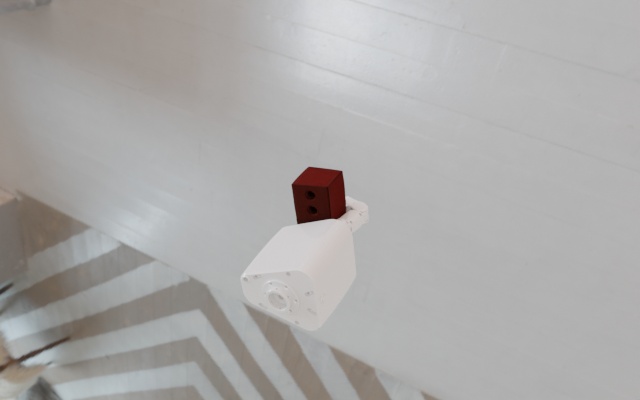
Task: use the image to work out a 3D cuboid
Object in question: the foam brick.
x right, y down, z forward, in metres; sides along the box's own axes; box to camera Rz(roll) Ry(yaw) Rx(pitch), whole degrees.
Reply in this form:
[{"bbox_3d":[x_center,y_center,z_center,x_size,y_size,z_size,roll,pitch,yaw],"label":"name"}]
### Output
[{"bbox_3d":[0.000,0.002,0.633,0.053,0.078,0.051,7,30,26],"label":"foam brick"}]
